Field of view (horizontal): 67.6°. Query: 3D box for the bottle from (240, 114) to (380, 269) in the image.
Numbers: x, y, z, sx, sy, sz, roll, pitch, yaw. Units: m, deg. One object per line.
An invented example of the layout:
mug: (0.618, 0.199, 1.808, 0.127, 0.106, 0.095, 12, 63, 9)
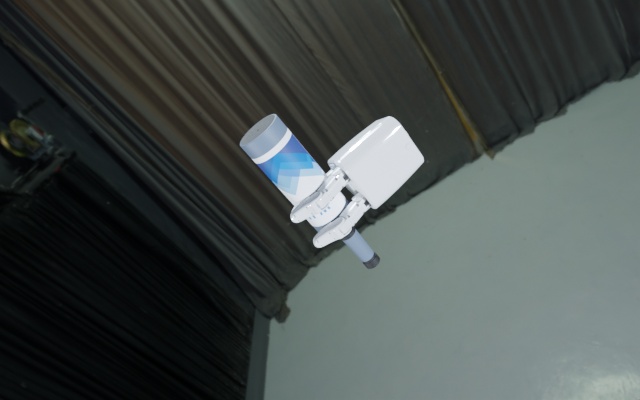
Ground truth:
bottle: (0.000, 0.002, 0.725, 0.296, 0.069, 0.069, 49, -26, -25)
